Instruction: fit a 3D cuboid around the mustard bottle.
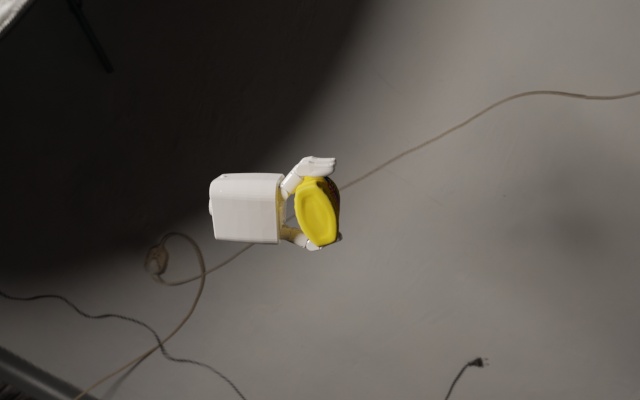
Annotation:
[{"bbox_3d":[0.000,0.003,0.778,0.058,0.096,0.191,-21,11,8],"label":"mustard bottle"}]
